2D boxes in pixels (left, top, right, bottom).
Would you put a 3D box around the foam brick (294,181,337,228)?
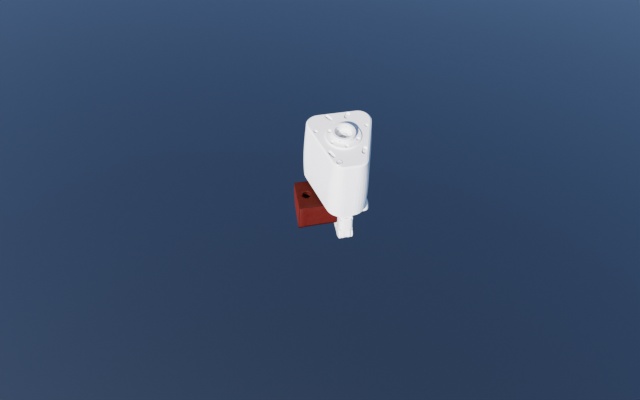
[{"bbox_3d":[0.000,0.003,0.735,0.078,0.053,0.051,-8,-36,-7],"label":"foam brick"}]
